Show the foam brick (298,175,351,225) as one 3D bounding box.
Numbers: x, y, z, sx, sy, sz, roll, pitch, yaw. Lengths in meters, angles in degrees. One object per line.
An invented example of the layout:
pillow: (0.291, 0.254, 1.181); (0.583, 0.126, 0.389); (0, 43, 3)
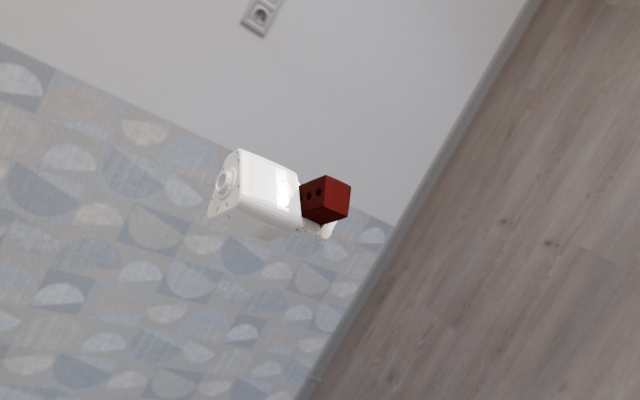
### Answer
foam brick: (0.000, 0.002, 0.725); (0.051, 0.053, 0.078); (25, -31, -35)
